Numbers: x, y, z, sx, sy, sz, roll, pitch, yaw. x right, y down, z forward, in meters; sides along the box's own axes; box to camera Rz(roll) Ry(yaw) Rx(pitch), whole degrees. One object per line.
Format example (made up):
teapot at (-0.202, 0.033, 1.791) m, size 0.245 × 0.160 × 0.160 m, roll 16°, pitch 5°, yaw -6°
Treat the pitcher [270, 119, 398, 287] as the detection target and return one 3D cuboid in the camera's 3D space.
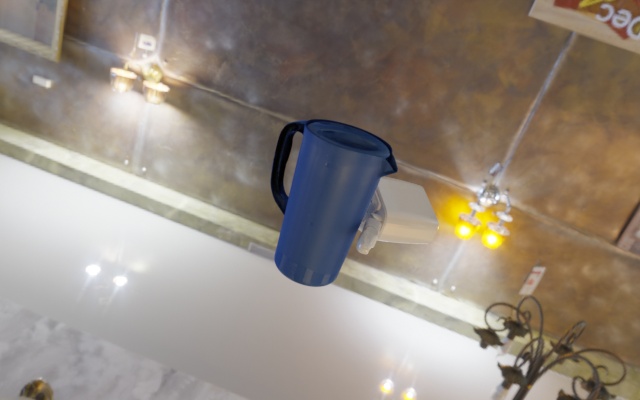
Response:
pitcher at (0.000, 0.002, 0.734) m, size 0.145 × 0.243 × 0.149 m, roll 8°, pitch 26°, yaw -24°
